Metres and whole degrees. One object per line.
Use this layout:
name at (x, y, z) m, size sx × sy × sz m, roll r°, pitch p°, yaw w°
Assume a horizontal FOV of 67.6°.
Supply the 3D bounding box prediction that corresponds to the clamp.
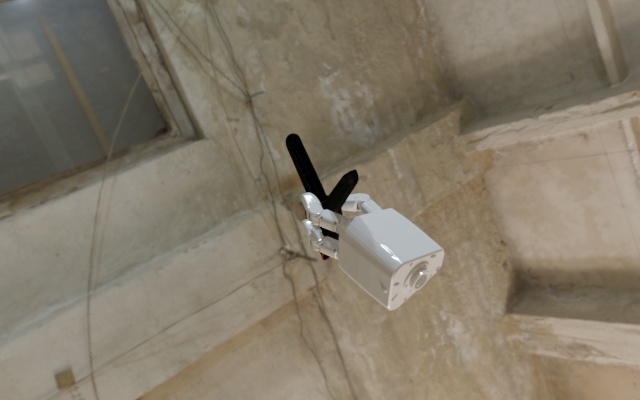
clamp at (0.001, 0.003, 0.752) m, size 0.036 × 0.210 × 0.164 m, roll -25°, pitch 45°, yaw -25°
